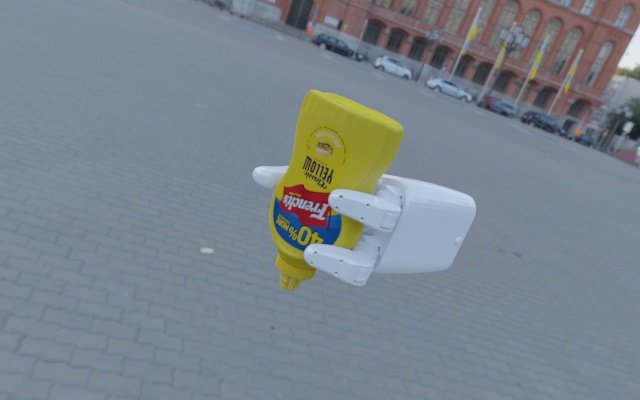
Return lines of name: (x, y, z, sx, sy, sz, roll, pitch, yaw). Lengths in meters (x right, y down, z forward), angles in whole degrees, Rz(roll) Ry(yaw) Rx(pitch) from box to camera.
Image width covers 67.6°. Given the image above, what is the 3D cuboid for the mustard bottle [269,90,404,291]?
mustard bottle: (0.000, 0.001, 0.451, 0.096, 0.192, 0.058, 31, 21, 27)
